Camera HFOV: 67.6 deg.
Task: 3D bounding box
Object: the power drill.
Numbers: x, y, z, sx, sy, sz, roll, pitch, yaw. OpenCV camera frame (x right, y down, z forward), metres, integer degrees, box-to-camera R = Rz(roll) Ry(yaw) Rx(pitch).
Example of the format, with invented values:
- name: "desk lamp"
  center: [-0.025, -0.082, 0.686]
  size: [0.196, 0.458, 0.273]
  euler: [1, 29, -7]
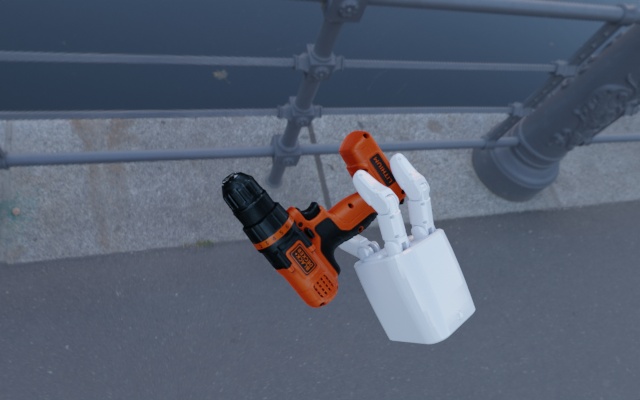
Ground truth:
- name: "power drill"
  center: [0.001, 0.002, 0.558]
  size: [0.187, 0.184, 0.057]
  euler: [-43, 19, -20]
